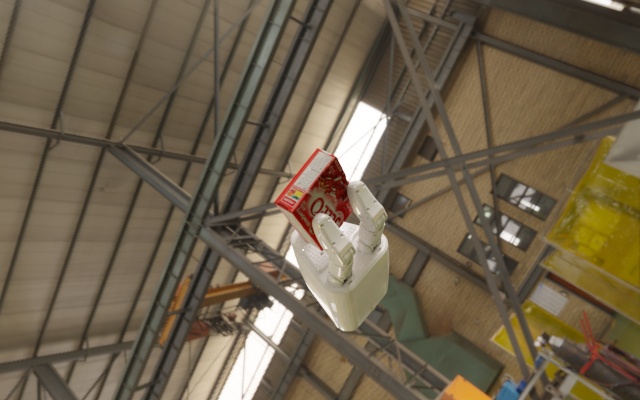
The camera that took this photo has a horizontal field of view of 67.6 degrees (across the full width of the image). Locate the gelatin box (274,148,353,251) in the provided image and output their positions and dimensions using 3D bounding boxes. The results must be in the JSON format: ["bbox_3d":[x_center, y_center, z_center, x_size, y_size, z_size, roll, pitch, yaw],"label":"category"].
[{"bbox_3d":[0.000,0.001,0.498,0.030,0.073,0.089,28,-18,35],"label":"gelatin box"}]
